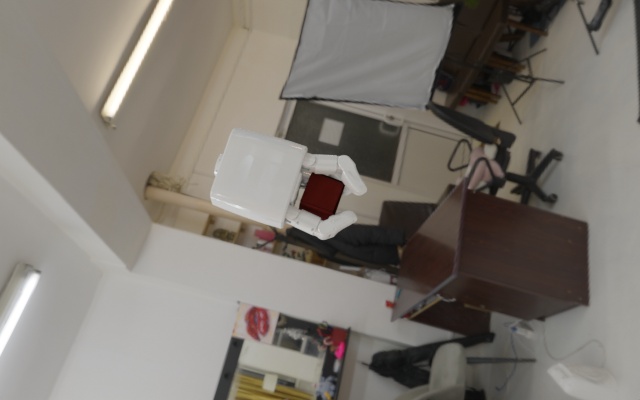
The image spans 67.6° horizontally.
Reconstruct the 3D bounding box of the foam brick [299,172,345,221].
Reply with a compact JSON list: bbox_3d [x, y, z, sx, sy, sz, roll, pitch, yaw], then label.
[{"bbox_3d":[0.000,0.002,0.688,0.051,0.053,0.078,19,-25,2],"label":"foam brick"}]
